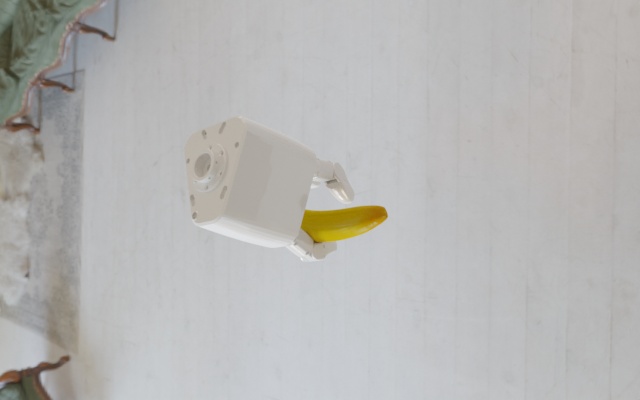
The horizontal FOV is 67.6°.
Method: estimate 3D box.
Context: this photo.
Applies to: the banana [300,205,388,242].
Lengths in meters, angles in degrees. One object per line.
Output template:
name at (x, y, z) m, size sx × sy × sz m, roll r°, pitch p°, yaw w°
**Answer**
banana at (-0.011, 0.017, 0.577) m, size 0.197 × 0.069 × 0.037 m, roll 16°, pitch -16°, yaw 44°
